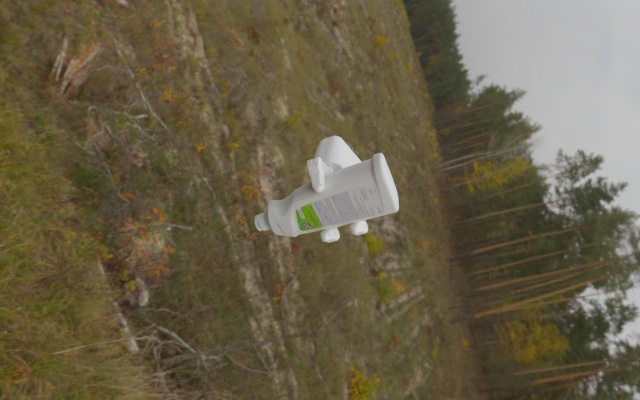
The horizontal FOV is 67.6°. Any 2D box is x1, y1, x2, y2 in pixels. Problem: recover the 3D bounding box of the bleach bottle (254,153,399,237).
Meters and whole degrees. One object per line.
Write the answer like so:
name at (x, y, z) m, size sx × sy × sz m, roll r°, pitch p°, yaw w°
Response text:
bleach bottle at (0.000, 0.003, 0.819) m, size 0.251 × 0.103 × 0.068 m, roll -15°, pitch 32°, yaw 17°
